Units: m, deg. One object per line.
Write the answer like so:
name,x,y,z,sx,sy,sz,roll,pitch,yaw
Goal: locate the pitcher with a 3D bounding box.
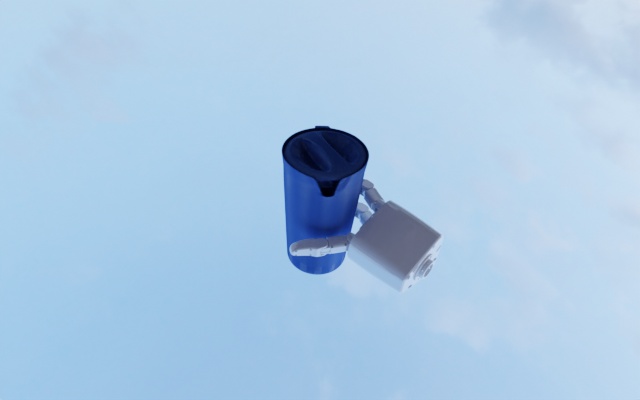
pitcher,0.000,0.003,0.808,0.145,0.243,0.149,32,48,26
